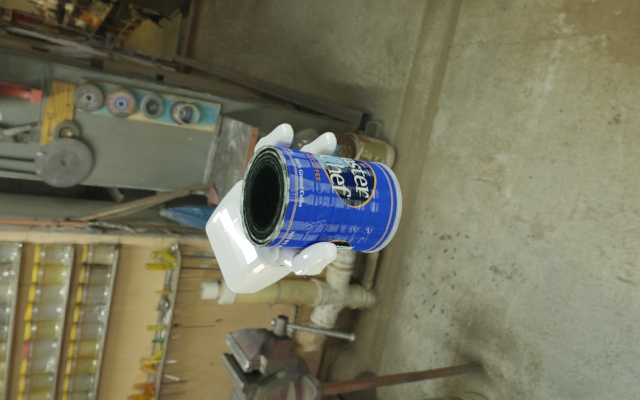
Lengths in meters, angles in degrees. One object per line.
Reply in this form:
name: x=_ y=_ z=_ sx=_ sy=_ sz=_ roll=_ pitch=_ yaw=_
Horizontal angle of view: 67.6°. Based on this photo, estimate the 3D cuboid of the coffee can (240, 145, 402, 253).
coffee can: x=0.000 y=0.002 z=0.506 sx=0.140 sy=0.103 sz=0.103 roll=6 pitch=-3 yaw=-33
